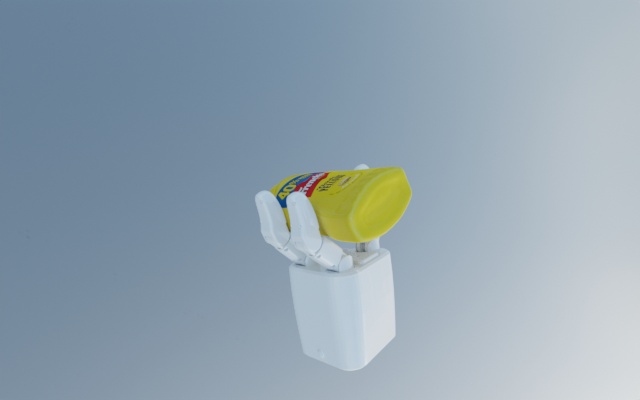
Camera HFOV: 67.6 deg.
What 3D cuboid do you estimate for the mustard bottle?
[{"bbox_3d":[0.000,0.001,0.531,0.191,0.058,0.096,1,34,49],"label":"mustard bottle"}]
